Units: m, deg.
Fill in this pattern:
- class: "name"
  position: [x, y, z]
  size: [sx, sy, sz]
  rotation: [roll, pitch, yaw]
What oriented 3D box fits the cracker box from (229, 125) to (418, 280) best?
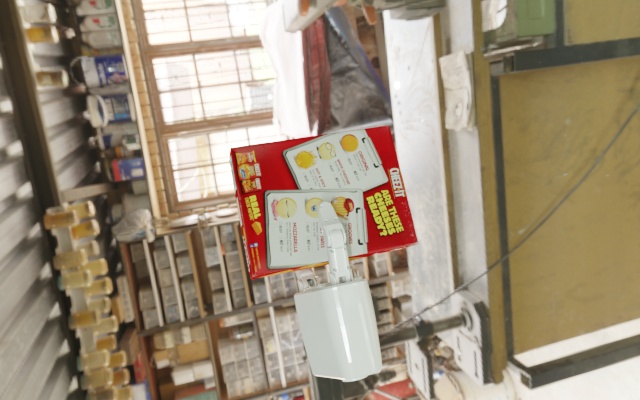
- class: "cracker box"
  position: [0.000, 0.002, 0.625]
  size: [0.213, 0.164, 0.072]
  rotation: [-10, -10, -13]
